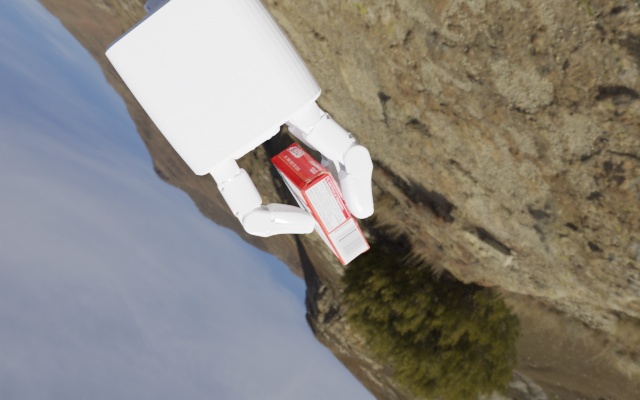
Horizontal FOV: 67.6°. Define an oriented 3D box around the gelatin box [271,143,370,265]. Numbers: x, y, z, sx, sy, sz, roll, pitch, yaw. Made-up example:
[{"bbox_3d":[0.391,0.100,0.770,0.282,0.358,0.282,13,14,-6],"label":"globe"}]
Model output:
[{"bbox_3d":[0.000,0.002,0.410,0.030,0.089,0.073,-34,33,-7],"label":"gelatin box"}]
